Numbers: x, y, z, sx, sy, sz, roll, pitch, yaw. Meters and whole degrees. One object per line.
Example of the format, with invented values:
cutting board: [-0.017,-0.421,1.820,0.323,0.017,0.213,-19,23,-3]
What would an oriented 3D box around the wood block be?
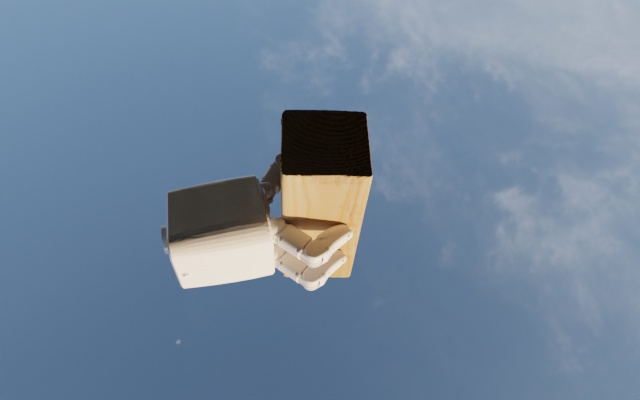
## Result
wood block: [0.000,0.002,0.554,0.090,0.090,0.206,1,-36,-4]
